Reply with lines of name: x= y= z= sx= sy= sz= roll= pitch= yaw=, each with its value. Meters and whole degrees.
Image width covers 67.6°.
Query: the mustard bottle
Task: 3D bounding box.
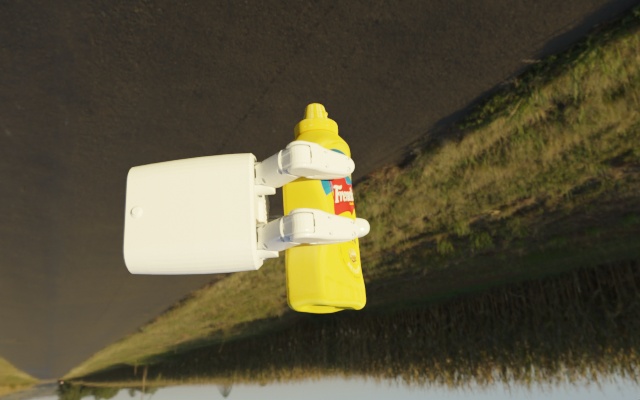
mustard bottle: x=0.000 y=0.002 z=0.432 sx=0.058 sy=0.191 sz=0.096 roll=-12 pitch=-19 yaw=23
